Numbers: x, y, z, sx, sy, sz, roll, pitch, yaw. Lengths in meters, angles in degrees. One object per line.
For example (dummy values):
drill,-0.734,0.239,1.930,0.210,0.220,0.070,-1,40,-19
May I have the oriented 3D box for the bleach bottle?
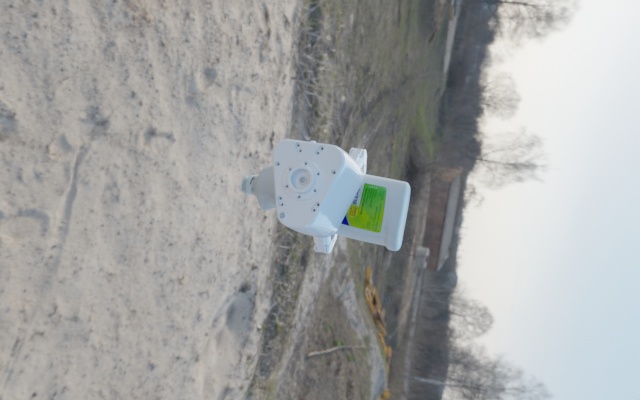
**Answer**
bleach bottle,0.000,0.002,0.709,0.251,0.102,0.068,9,-6,16
